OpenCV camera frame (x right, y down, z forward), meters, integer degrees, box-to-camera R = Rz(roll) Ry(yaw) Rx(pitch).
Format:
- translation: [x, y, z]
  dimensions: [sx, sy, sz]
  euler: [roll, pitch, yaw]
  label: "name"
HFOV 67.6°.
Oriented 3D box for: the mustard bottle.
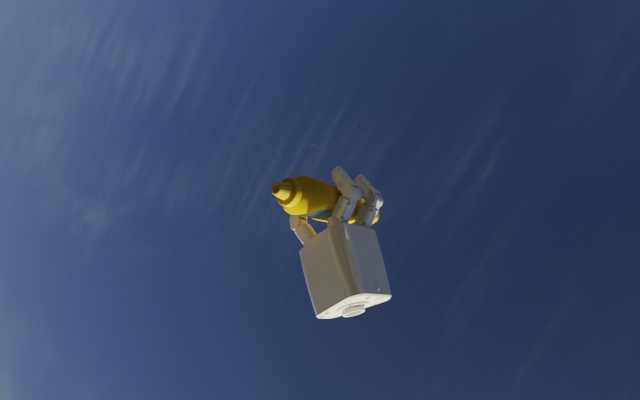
- translation: [0.000, 0.002, 0.723]
  dimensions: [0.096, 0.058, 0.192]
  euler: [-2, -12, 41]
  label: "mustard bottle"
